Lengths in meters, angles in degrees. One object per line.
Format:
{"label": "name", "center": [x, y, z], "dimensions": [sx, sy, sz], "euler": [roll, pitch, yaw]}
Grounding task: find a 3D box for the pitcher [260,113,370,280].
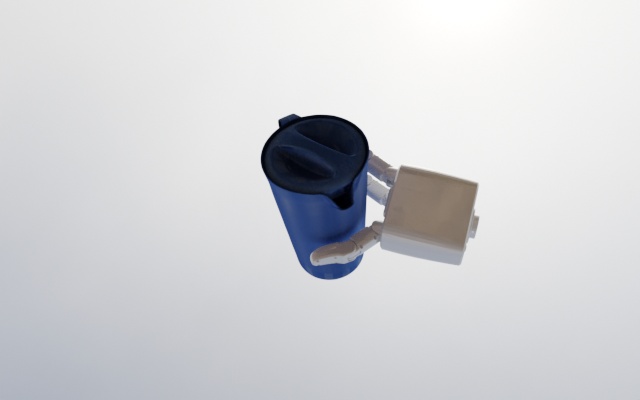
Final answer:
{"label": "pitcher", "center": [0.000, 0.002, 0.673], "dimensions": [0.145, 0.149, 0.243], "euler": [11, -35, 15]}
